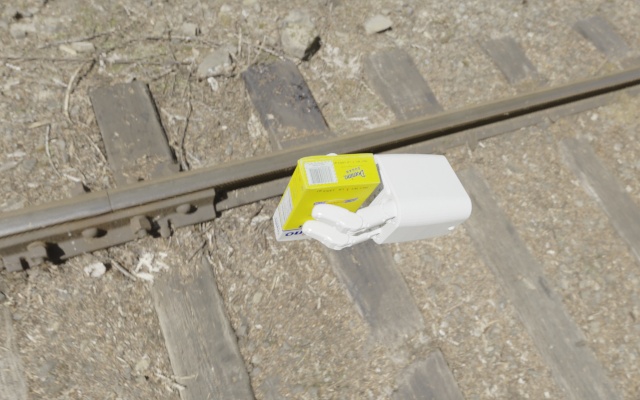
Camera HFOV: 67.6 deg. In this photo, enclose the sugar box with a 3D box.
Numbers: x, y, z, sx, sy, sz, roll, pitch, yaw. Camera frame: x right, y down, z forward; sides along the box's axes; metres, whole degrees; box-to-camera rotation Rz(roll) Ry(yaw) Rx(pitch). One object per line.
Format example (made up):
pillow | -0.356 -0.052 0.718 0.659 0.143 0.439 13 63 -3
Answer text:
sugar box | 0.000 0.002 0.614 0.093 0.048 0.176 -5 -25 -18
